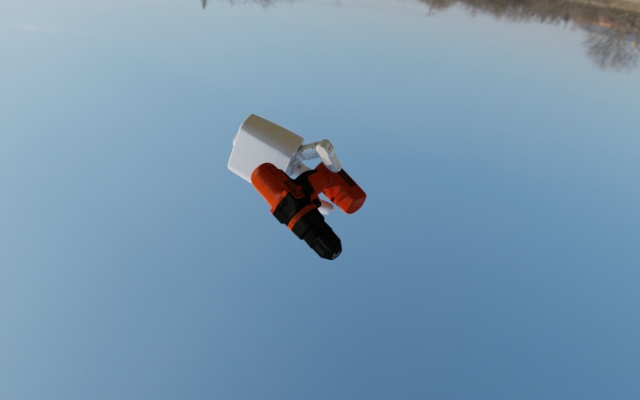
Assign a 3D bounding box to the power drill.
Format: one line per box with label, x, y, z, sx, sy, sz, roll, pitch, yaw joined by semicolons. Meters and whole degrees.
power drill;0.000;0.002;0.770;0.057;0.184;0.187;-50;-16;29
